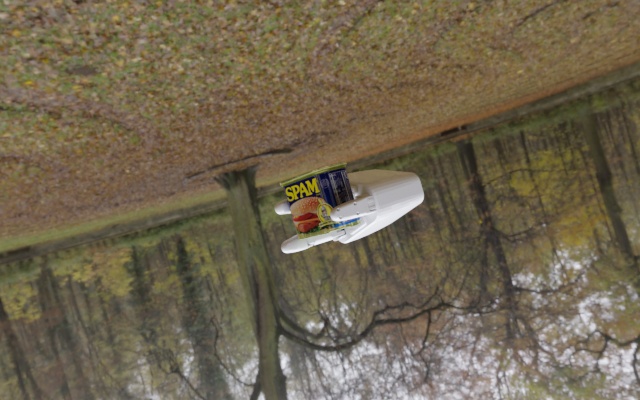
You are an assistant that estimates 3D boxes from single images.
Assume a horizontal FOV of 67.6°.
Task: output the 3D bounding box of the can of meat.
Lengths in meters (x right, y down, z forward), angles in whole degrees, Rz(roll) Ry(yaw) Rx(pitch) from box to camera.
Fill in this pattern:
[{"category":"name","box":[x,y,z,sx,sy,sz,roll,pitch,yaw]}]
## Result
[{"category":"can of meat","box":[0.000,0.002,0.644,0.057,0.084,0.102,-17,0,-42]}]
